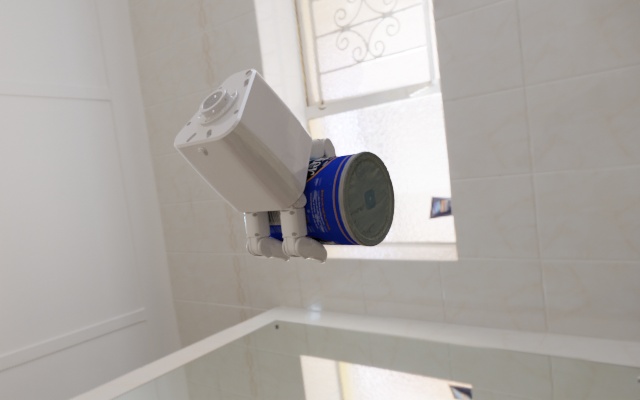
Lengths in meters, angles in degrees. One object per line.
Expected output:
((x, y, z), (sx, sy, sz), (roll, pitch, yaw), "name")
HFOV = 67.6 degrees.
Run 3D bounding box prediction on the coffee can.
((0.000, 0.002, 0.554), (0.140, 0.103, 0.103), (-4, -3, 38), "coffee can")
